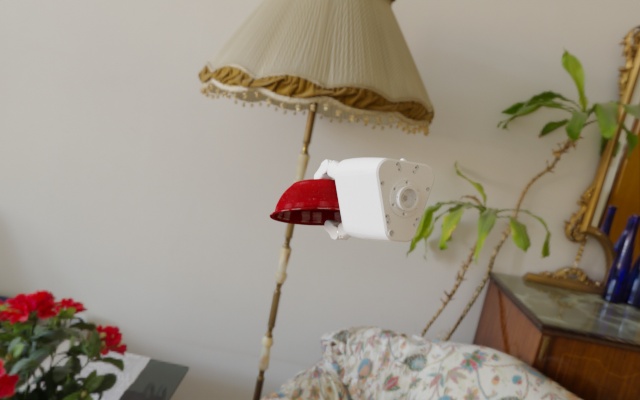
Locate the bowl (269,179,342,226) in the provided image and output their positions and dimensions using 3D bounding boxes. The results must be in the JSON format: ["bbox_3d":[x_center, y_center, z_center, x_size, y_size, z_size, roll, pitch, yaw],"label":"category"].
[{"bbox_3d":[-0.001,0.002,0.764,0.162,0.055,0.162,0,-12,0],"label":"bowl"}]
